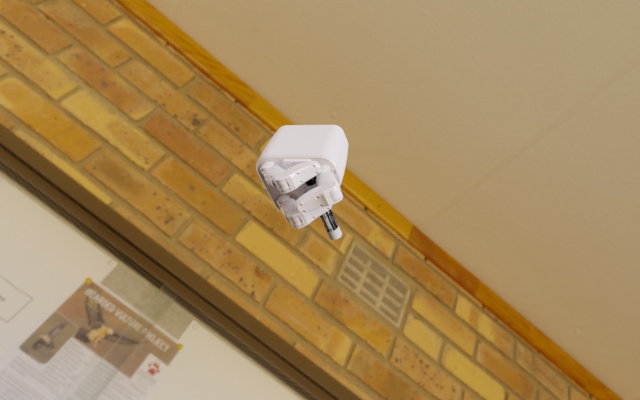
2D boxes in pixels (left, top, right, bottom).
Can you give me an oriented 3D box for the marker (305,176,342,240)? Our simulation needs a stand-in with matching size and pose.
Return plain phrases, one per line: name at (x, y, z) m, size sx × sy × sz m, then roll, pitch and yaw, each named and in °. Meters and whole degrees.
marker at (0.000, 0.002, 0.648) m, size 0.020 × 0.121 × 0.020 m, roll -18°, pitch 29°, yaw 11°
